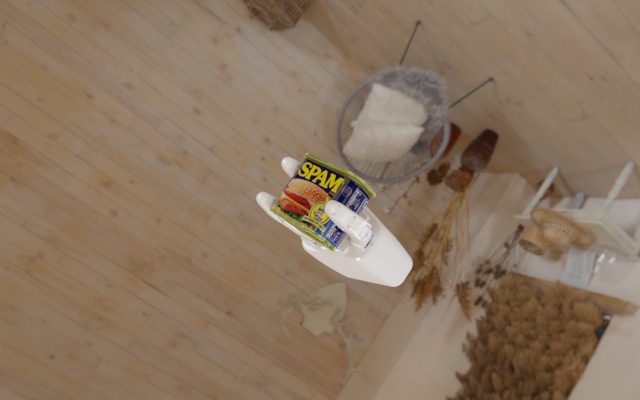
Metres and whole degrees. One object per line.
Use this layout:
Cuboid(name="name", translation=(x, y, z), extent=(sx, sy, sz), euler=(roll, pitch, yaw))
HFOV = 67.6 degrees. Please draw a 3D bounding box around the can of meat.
Cuboid(name="can of meat", translation=(0.000, 0.002, 0.569), extent=(0.102, 0.084, 0.057), euler=(28, -10, 41))
